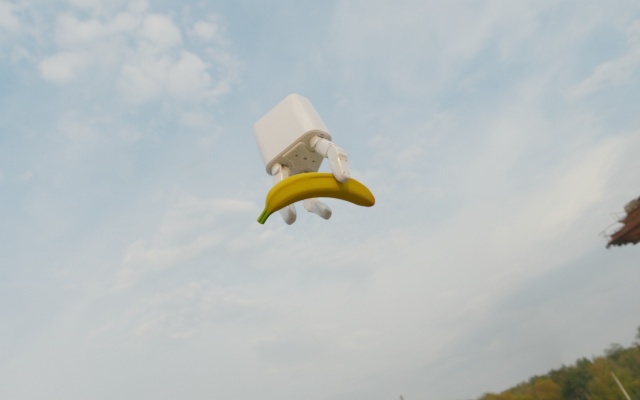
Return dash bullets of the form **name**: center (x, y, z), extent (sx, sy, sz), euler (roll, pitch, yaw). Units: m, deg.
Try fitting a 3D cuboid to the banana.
- **banana**: center (0.001, -0.011, 0.712), extent (0.198, 0.070, 0.037), euler (-7, 43, -24)
